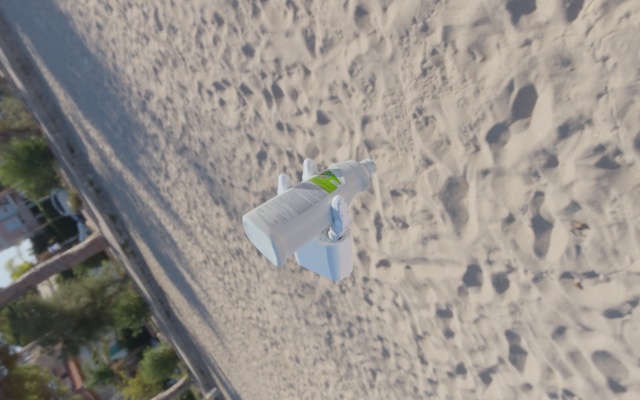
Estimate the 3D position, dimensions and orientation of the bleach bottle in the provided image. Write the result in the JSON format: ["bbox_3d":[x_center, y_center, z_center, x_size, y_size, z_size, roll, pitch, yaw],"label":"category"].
[{"bbox_3d":[0.000,0.003,0.797,0.250,0.068,0.102,-32,48,-24],"label":"bleach bottle"}]
